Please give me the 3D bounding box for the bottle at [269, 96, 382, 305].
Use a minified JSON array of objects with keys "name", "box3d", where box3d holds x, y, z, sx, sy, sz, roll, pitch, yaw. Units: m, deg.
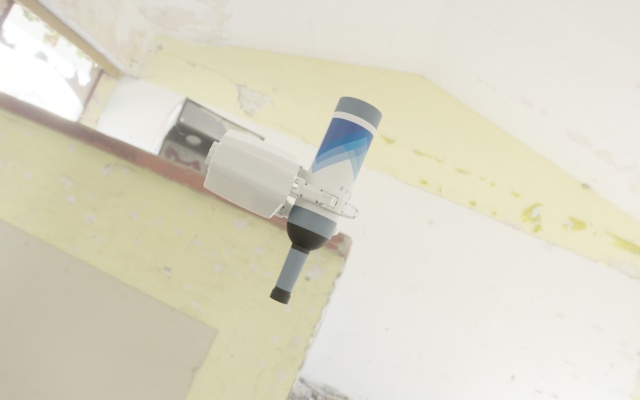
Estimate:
[{"name":"bottle","box3d":[0.000,0.002,0.666,0.069,0.295,0.069,23,-6,2]}]
